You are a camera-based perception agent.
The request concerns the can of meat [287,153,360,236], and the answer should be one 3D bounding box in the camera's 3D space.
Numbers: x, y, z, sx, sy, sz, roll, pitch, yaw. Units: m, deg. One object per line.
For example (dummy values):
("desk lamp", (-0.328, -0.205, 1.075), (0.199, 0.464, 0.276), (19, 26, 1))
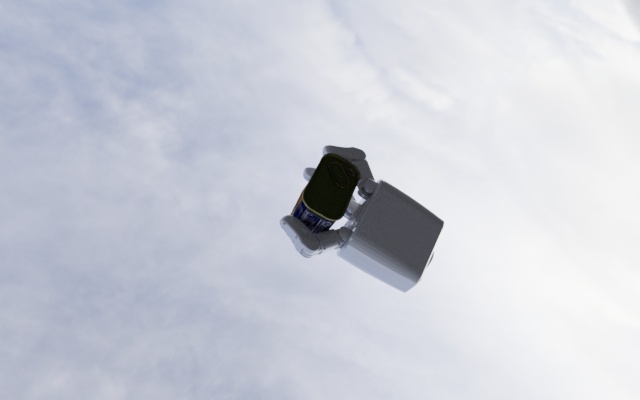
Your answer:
("can of meat", (0.000, 0.002, 0.629), (0.057, 0.102, 0.084), (30, -40, -5))
